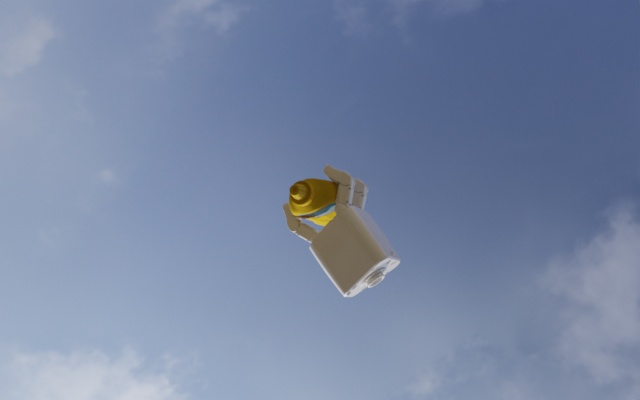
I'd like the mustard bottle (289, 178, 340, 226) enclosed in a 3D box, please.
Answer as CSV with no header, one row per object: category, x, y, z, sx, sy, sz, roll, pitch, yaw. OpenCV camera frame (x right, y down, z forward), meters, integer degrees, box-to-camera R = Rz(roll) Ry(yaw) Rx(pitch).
mustard bottle,0.000,0.002,0.830,0.096,0.058,0.192,-18,-18,22
